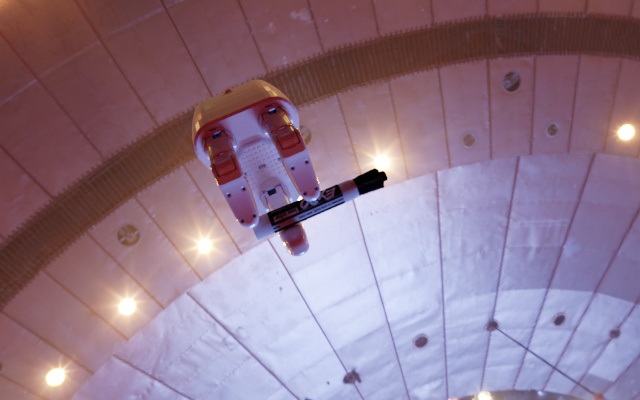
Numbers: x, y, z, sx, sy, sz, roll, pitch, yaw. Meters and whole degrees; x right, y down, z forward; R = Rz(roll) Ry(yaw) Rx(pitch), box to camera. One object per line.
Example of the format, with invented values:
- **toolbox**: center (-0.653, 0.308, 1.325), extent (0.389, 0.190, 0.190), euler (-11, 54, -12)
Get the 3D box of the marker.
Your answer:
- **marker**: center (0.000, 0.001, 0.401), extent (0.121, 0.020, 0.020), euler (-23, 2, -5)
